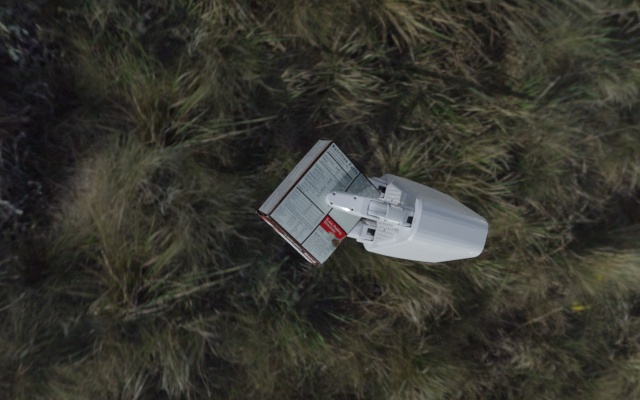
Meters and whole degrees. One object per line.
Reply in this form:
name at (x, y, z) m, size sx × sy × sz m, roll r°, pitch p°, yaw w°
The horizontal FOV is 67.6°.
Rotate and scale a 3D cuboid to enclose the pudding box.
pudding box at (0.000, 0.002, 0.527) m, size 0.090 × 0.113 × 0.039 m, roll 46°, pitch -14°, yaw -22°
